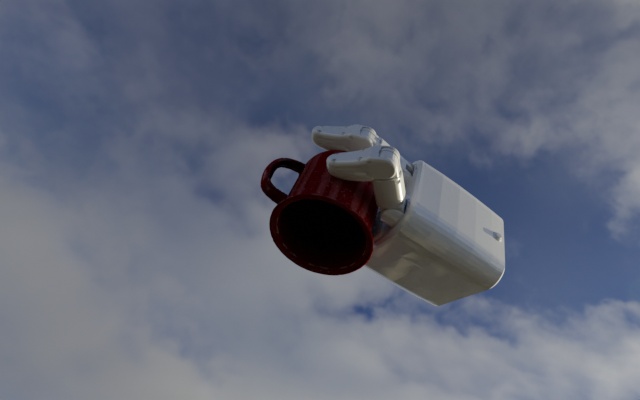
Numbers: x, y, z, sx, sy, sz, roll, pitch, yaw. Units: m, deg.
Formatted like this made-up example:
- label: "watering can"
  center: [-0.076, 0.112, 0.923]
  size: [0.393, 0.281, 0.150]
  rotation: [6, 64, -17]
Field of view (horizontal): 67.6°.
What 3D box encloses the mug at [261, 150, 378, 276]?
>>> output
- label: "mug"
  center: [-0.001, 0.001, 0.437]
  size: [0.117, 0.081, 0.093]
  rotation: [30, -48, -6]
